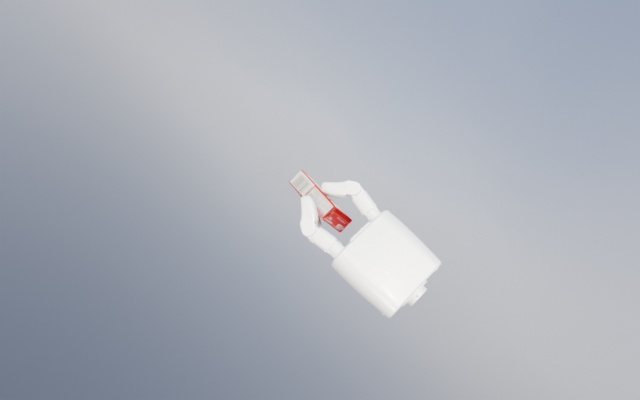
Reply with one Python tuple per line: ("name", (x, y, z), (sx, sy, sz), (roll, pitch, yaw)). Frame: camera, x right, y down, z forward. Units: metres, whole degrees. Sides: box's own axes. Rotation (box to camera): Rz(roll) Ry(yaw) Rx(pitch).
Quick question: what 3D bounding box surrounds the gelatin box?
("gelatin box", (0.000, 0.002, 0.720), (0.089, 0.030, 0.073), (48, 4, 28))
